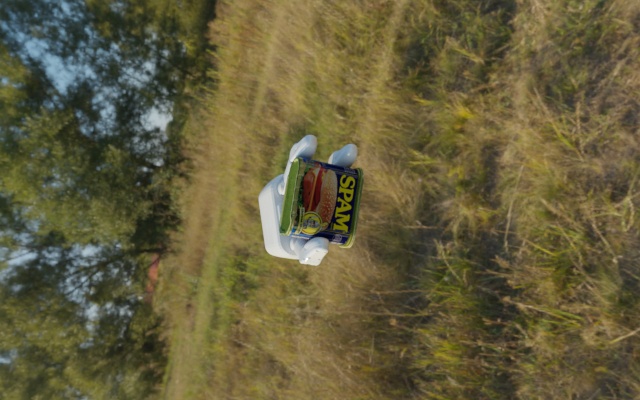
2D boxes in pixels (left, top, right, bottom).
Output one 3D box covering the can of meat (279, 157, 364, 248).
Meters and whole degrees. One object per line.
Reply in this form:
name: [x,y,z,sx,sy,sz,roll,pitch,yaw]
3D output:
can of meat: [0.000,0.002,0.590,0.084,0.102,0.057,11,-7,-17]
